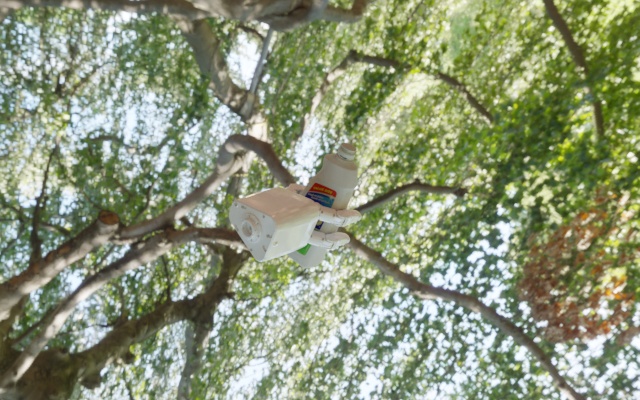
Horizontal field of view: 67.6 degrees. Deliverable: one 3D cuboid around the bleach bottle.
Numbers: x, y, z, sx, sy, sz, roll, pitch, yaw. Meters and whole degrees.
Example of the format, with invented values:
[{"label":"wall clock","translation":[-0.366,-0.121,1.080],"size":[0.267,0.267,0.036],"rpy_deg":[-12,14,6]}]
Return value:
[{"label":"bleach bottle","translation":[0.000,0.003,0.887],"size":[0.102,0.251,0.068],"rpy_deg":[39,33,26]}]
